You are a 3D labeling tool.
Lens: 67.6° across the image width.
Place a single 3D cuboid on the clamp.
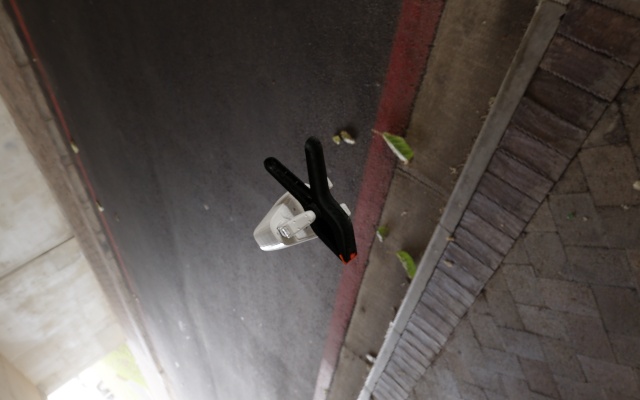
[{"bbox_3d":[0.000,0.003,0.727,0.036,0.210,0.164,-35,4,-27],"label":"clamp"}]
